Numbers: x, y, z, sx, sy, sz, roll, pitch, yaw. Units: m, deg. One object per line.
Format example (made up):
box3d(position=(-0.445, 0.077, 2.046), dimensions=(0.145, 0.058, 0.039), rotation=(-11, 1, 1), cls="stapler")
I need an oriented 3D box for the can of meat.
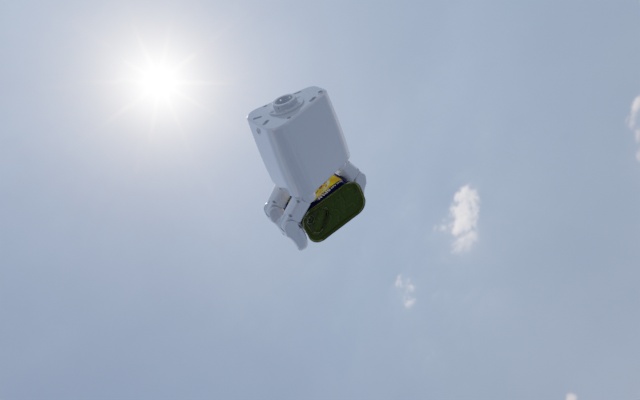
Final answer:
box3d(position=(0.000, 0.002, 0.704), dimensions=(0.102, 0.057, 0.084), rotation=(-36, 36, -14), cls="can of meat")
